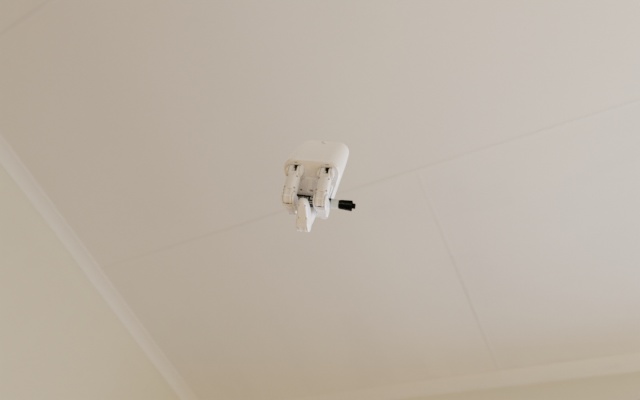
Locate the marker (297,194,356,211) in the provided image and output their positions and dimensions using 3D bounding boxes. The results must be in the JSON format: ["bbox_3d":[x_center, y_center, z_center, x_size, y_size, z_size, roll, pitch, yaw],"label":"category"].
[{"bbox_3d":[0.000,0.003,0.817,0.121,0.020,0.020,7,1,12],"label":"marker"}]
